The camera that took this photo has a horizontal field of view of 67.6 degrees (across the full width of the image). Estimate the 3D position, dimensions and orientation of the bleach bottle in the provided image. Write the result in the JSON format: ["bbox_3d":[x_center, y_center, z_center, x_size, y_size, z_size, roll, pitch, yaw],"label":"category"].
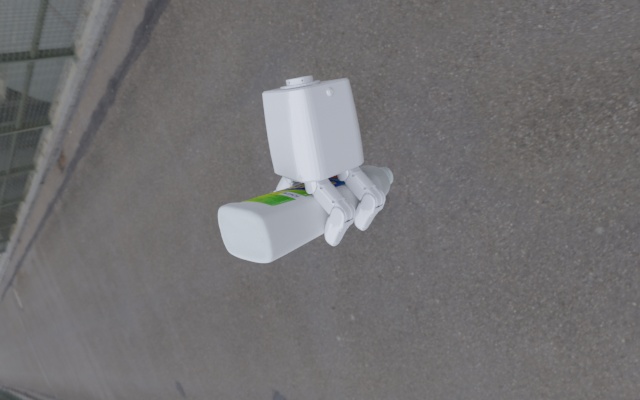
[{"bbox_3d":[0.000,0.002,0.621,0.251,0.068,0.102,-23,20,-40],"label":"bleach bottle"}]
